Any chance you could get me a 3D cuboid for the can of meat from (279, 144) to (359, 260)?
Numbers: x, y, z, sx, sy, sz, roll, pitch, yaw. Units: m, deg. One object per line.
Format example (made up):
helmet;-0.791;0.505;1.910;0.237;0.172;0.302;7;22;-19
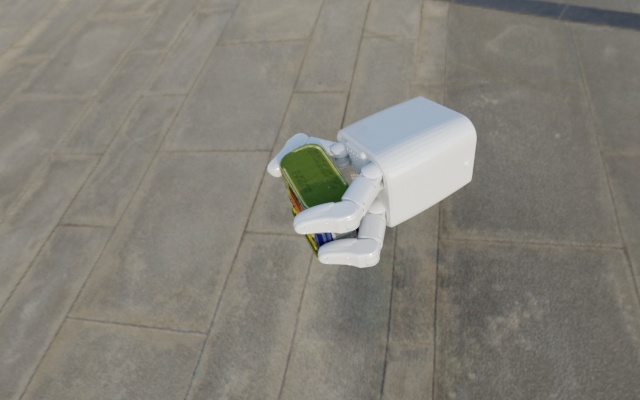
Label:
can of meat;0.000;0.001;0.507;0.057;0.102;0.084;-25;-40;-9
